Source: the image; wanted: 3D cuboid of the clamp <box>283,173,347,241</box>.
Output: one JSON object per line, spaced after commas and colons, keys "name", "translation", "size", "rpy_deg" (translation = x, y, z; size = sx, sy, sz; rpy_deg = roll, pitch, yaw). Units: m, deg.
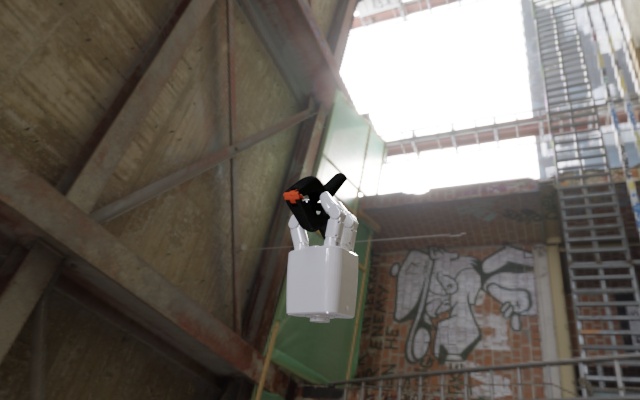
{"name": "clamp", "translation": [-0.001, 0.003, 0.840], "size": [0.036, 0.164, 0.210], "rpy_deg": [-5, -20, 26]}
